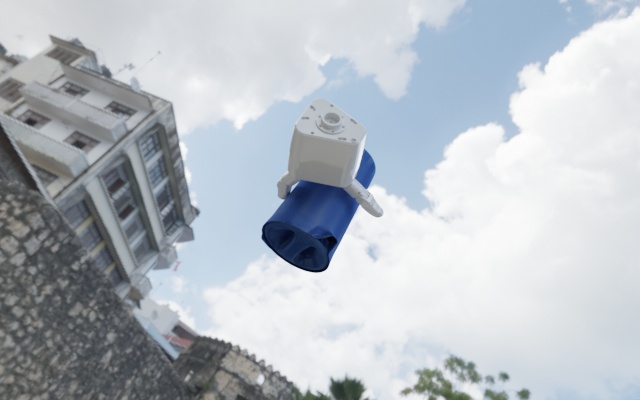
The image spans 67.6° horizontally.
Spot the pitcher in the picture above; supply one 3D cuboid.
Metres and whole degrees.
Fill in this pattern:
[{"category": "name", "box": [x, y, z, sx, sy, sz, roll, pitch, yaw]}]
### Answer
[{"category": "pitcher", "box": [0.000, 0.003, 0.886, 0.149, 0.242, 0.145, 26, -35, 10]}]
